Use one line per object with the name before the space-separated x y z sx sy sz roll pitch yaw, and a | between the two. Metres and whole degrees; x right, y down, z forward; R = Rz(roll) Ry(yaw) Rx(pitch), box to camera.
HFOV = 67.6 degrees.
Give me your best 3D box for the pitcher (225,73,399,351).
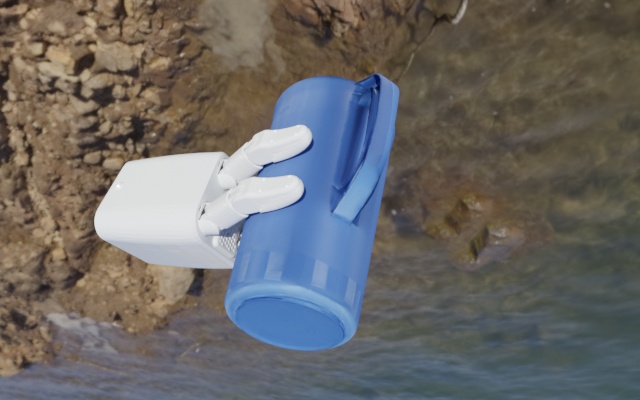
pitcher | 0.000 0.001 0.441 0.145 0.242 0.149 0 -40 15
